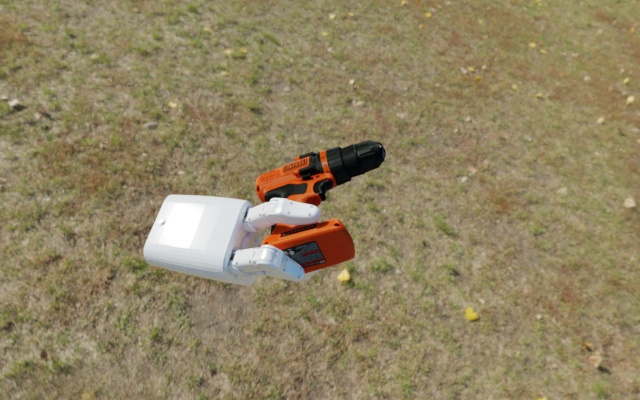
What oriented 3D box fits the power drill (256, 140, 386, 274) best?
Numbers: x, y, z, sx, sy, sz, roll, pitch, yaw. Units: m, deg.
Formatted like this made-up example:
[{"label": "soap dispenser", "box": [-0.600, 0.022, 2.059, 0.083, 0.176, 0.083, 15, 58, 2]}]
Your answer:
[{"label": "power drill", "box": [0.000, 0.002, 0.596, 0.184, 0.057, 0.187, -19, 33, 14]}]
